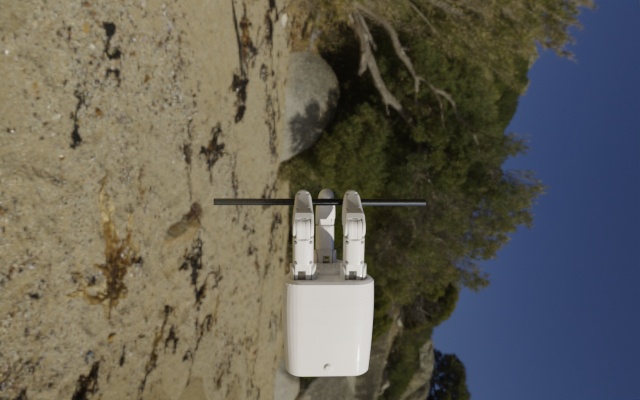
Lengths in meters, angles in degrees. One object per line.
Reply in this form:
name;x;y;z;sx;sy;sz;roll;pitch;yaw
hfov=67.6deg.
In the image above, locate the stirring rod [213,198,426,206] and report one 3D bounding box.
stirring rod;0.000;0.002;0.544;0.239;0.011;0.011;0;0;-2
